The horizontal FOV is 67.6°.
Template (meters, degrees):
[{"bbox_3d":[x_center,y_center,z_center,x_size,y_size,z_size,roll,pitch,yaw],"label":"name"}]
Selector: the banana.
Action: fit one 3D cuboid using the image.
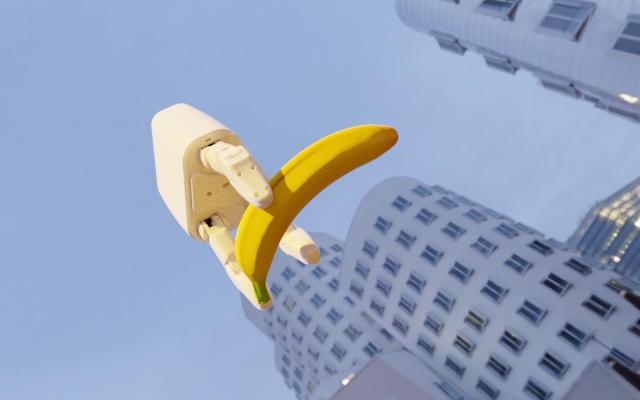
[{"bbox_3d":[-0.012,-0.006,0.414,0.037,0.198,0.070,34,-8,48],"label":"banana"}]
